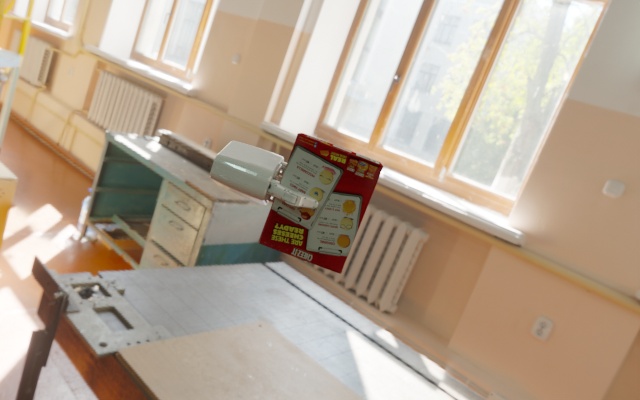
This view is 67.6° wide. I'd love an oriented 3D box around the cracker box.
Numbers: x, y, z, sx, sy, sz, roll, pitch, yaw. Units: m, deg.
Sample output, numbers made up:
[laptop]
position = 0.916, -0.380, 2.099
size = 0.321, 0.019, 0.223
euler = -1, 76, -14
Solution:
[cracker box]
position = 0.000, 0.003, 0.880
size = 0.164, 0.214, 0.072
euler = 21, 10, 0
